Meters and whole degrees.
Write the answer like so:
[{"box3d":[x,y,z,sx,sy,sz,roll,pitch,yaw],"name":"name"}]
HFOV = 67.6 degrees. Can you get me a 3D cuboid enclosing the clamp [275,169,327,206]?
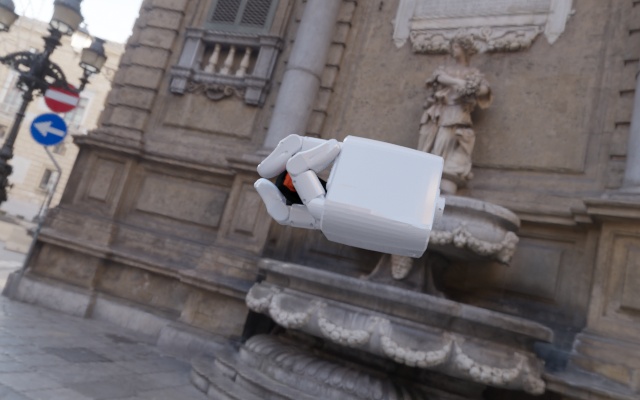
[{"box3d":[0.000,0.001,0.592,0.120,0.039,0.171,12,-11,10],"name":"clamp"}]
